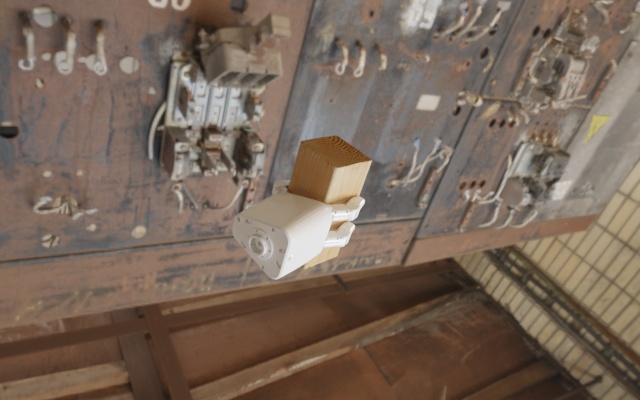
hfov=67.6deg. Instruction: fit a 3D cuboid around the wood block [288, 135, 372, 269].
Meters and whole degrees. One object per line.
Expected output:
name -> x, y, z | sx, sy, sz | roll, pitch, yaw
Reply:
wood block -> 0.000, 0.003, 0.825 | 0.090, 0.206, 0.090 | -16, 45, -43
